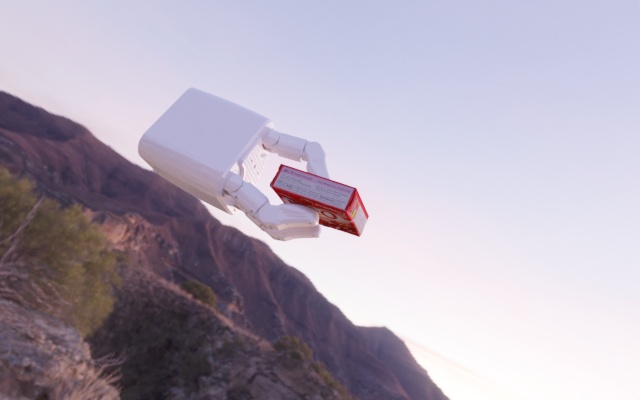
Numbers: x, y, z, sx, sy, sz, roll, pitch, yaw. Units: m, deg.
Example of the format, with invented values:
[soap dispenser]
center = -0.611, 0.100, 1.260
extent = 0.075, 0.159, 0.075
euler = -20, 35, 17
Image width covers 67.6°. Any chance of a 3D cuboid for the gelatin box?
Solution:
[gelatin box]
center = 0.001, 0.001, 0.495
extent = 0.089, 0.030, 0.073
euler = 18, -18, 22
